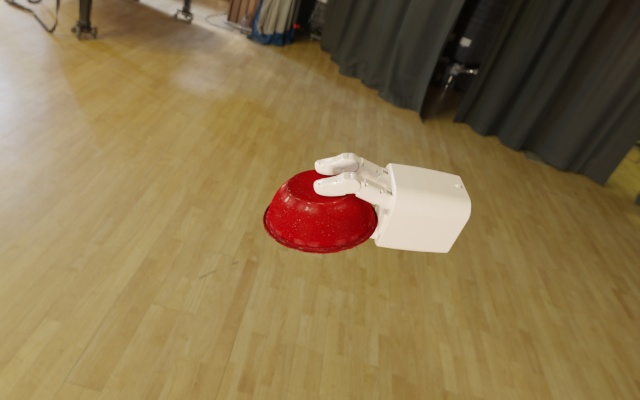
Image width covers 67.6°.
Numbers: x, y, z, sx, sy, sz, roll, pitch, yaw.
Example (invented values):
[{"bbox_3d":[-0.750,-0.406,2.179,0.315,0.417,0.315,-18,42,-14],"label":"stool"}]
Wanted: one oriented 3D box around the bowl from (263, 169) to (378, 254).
[{"bbox_3d":[-0.001,0.002,0.655,0.162,0.055,0.162,0,33,0],"label":"bowl"}]
